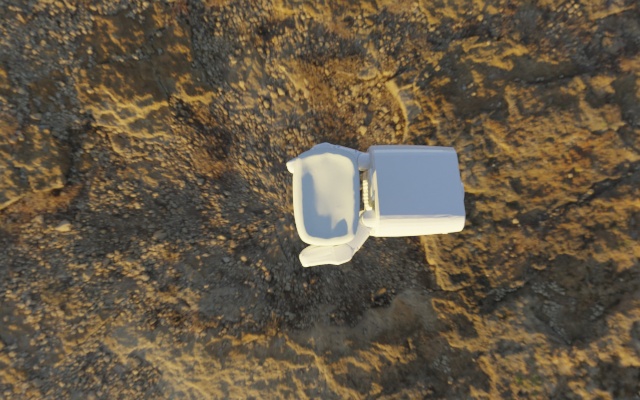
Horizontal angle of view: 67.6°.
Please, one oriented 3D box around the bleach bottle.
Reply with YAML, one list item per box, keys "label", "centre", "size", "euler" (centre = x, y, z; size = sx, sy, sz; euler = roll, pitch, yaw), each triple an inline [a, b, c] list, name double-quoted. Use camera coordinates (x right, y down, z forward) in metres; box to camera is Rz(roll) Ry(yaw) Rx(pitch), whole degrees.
- label: "bleach bottle"
  centre: [0.000, 0.002, 0.601]
  size: [0.068, 0.102, 0.251]
  euler: [-1, -2, -3]
